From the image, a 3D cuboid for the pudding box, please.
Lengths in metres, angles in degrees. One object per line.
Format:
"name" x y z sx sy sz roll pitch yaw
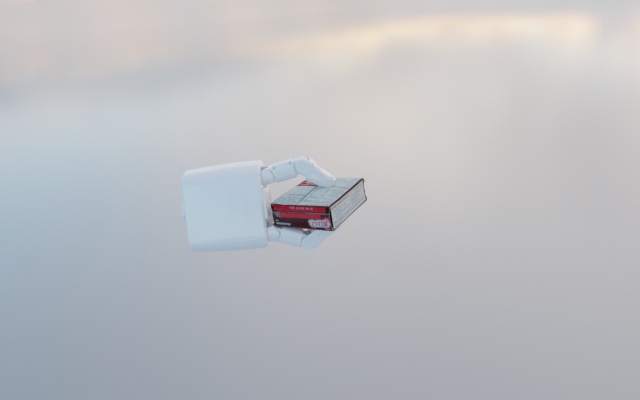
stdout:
"pudding box" 0.000 0.002 0.646 0.090 0.039 0.113 4 25 28
